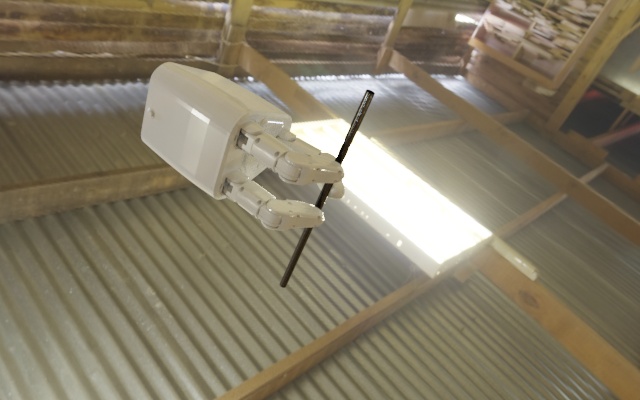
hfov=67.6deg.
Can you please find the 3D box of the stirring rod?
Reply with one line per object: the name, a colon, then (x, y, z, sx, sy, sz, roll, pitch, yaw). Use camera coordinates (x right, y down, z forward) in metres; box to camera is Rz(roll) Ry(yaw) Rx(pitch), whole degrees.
stirring rod: (0.000, 0.001, 0.463, 0.011, 0.240, 0.011, 17, 34, -12)
